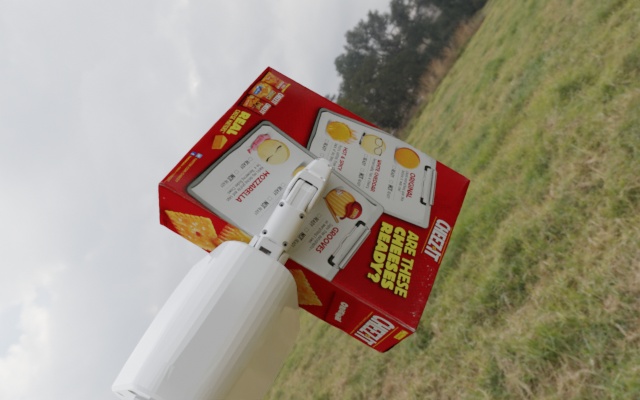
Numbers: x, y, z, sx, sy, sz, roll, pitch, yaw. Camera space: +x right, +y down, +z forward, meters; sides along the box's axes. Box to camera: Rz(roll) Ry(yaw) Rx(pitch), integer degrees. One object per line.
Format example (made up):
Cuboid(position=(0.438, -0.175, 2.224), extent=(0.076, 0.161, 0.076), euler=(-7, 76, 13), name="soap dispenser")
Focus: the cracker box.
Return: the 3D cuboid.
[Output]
Cuboid(position=(0.000, 0.001, 0.409), extent=(0.213, 0.164, 0.072), euler=(30, -35, 2), name="cracker box")
